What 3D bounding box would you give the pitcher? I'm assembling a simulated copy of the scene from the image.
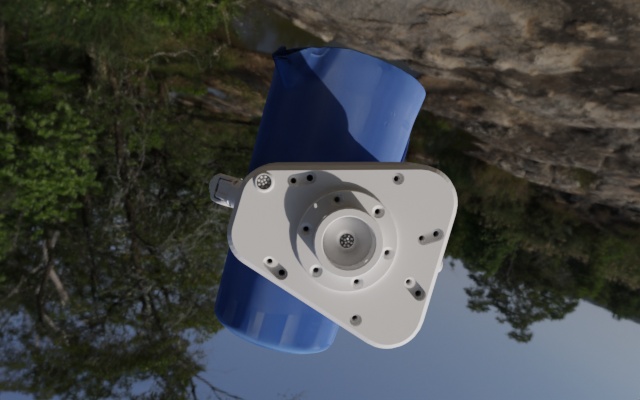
[{"bbox_3d":[0.000,0.001,0.423,0.149,0.243,0.145,17,1,-5],"label":"pitcher"}]
